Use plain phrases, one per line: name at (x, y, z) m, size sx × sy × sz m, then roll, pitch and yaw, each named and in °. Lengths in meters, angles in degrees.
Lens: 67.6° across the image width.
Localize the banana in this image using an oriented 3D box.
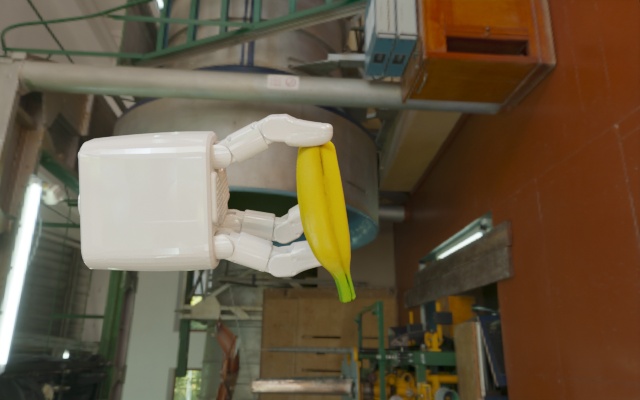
banana at (-0.001, -0.010, 0.409) m, size 0.037 × 0.070 × 0.197 m, roll -6°, pitch 41°, yaw -1°
